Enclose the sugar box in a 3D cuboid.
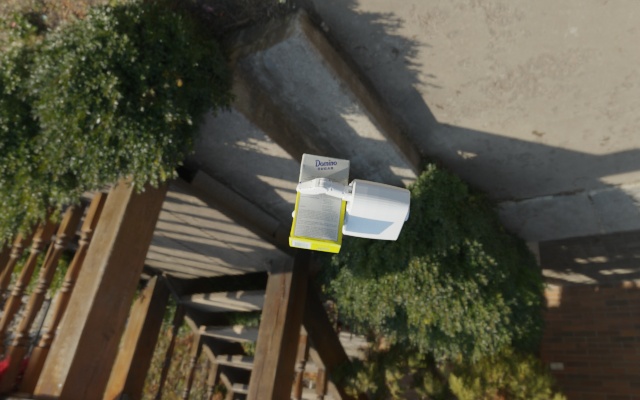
[{"bbox_3d":[0.000,0.003,0.891,0.093,0.176,0.048,9,-27,-1],"label":"sugar box"}]
